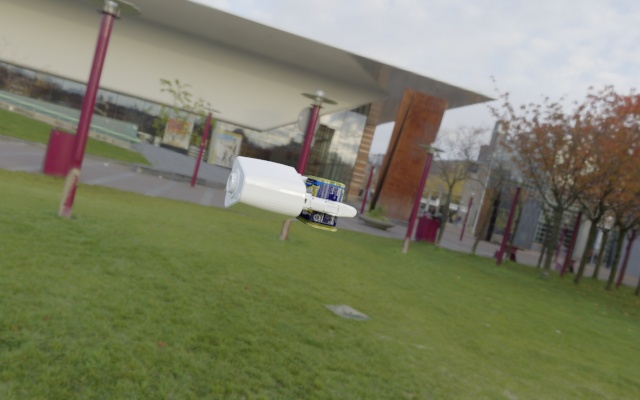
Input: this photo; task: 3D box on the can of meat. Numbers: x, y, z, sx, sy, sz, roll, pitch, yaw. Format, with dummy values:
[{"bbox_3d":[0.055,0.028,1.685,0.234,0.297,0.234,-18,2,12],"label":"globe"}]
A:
[{"bbox_3d":[0.000,0.003,0.859,0.057,0.084,0.102,13,3,-20],"label":"can of meat"}]
